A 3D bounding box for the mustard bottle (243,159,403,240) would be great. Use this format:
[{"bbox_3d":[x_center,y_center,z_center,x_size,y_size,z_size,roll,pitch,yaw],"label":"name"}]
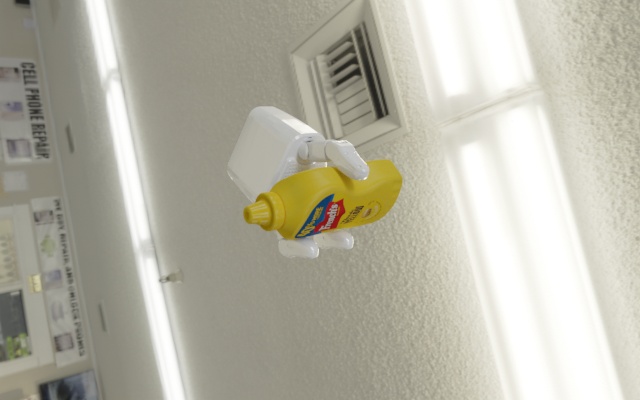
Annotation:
[{"bbox_3d":[0.000,0.002,0.540,0.191,0.058,0.096,-9,-32,-38],"label":"mustard bottle"}]
